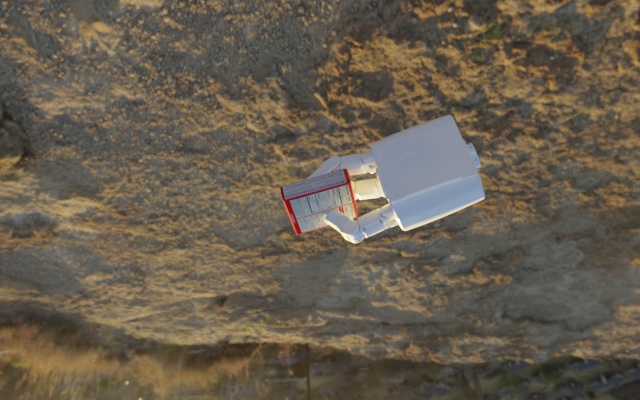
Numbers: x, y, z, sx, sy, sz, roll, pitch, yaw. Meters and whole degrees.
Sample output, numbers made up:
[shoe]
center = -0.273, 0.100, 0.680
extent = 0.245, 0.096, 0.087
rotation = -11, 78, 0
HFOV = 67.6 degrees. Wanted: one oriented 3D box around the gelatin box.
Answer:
[gelatin box]
center = 0.000, 0.002, 0.622
extent = 0.089, 0.030, 0.073
rotation = -16, -41, 1
